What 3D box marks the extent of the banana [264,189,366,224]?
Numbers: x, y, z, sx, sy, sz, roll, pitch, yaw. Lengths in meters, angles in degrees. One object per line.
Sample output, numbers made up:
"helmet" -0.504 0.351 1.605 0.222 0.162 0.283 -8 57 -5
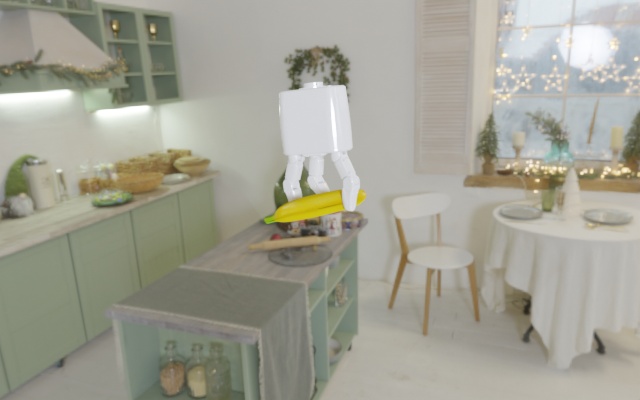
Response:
"banana" 0.005 0.004 0.813 0.198 0.037 0.069 -12 7 -24
